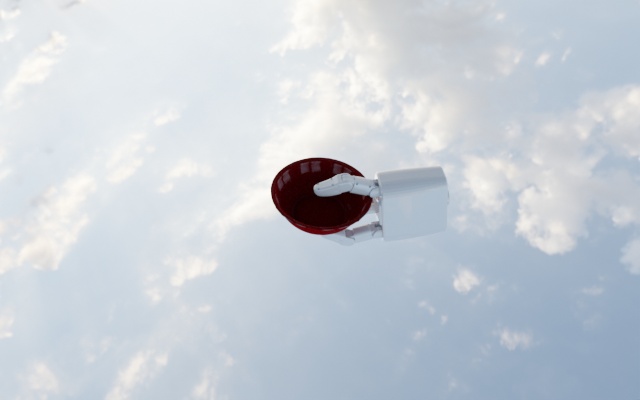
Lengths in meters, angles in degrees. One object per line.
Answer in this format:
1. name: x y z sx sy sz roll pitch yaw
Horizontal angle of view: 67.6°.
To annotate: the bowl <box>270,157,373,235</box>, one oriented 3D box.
1. bowl: -0.001 0.003 0.770 0.162 0.162 0.055 0 -44 -6
